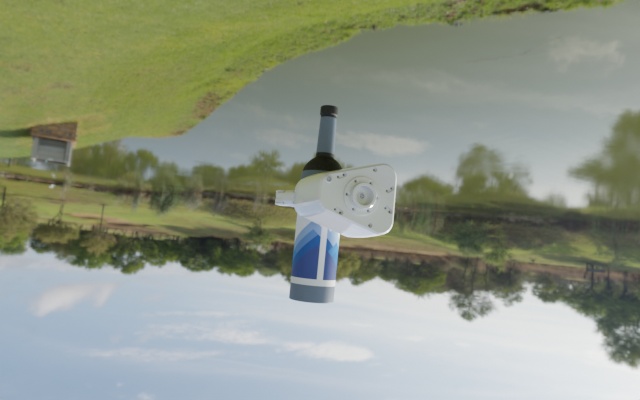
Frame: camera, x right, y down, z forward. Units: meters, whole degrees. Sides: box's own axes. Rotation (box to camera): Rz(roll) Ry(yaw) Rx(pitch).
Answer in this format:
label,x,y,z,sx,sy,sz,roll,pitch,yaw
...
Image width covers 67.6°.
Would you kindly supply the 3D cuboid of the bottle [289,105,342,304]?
label,x,y,z,sx,sy,sz,roll,pitch,yaw
bottle,0.000,0.003,0.723,0.069,0.295,0.069,5,-5,1
